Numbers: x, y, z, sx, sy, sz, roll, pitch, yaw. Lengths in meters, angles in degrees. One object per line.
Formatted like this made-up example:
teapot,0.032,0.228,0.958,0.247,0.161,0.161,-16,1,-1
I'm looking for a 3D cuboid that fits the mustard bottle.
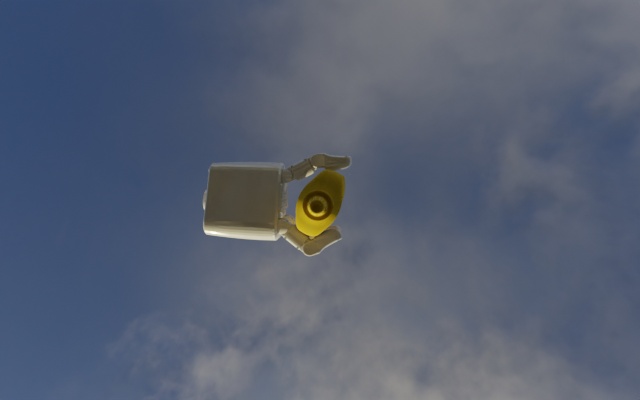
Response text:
mustard bottle,0.000,0.002,0.684,0.058,0.096,0.191,28,4,2
